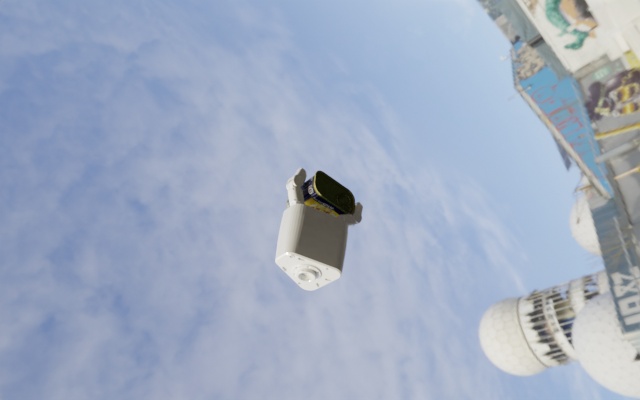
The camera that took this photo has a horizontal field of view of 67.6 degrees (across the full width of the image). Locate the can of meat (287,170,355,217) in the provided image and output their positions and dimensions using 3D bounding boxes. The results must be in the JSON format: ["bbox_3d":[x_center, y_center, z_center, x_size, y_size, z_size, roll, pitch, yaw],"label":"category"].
[{"bbox_3d":[0.000,0.003,0.897,0.102,0.057,0.084,33,-48,-29],"label":"can of meat"}]
